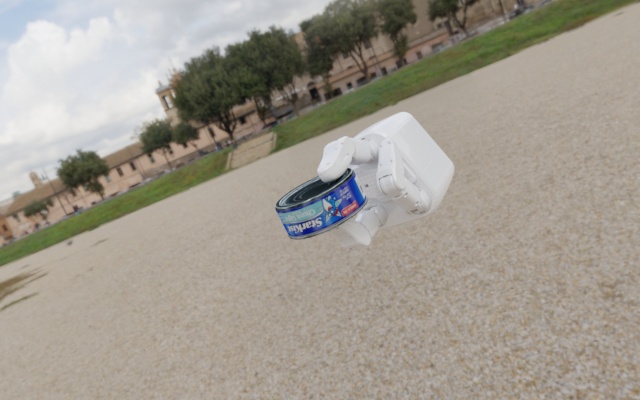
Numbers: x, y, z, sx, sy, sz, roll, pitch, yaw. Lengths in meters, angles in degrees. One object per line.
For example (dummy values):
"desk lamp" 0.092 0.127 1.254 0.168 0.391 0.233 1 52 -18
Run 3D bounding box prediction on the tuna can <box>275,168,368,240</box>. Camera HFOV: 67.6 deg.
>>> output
"tuna can" 0.000 0.001 0.461 0.086 0.034 0.086 -24 14 6
